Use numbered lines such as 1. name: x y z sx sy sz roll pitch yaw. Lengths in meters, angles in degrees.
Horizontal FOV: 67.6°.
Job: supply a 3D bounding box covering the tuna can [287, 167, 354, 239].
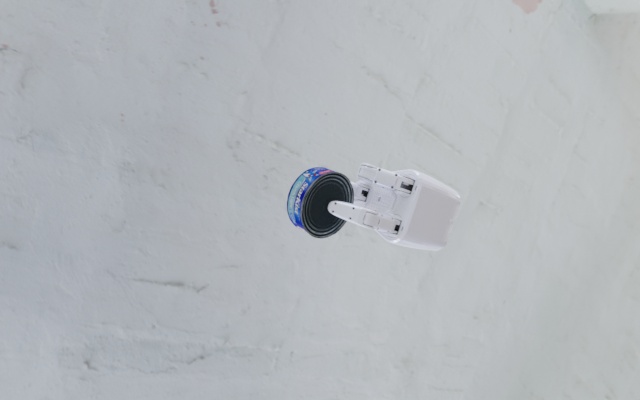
1. tuna can: 0.000 0.002 0.599 0.086 0.086 0.033 0 17 -42
